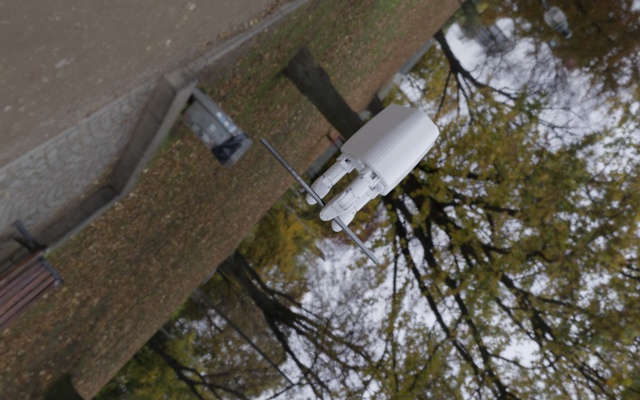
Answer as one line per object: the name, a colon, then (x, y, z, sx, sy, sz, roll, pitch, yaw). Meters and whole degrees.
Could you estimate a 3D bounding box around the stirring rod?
stirring rod: (0.000, 0.002, 0.674, 0.011, 0.239, 0.011, -42, 8, 7)
